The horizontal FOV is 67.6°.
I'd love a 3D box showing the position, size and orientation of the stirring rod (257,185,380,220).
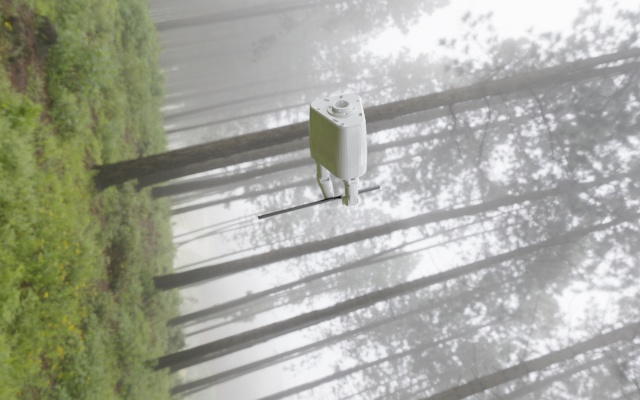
[{"bbox_3d":[0.000,0.003,0.894,0.239,0.011,0.011,-14,3,-13],"label":"stirring rod"}]
